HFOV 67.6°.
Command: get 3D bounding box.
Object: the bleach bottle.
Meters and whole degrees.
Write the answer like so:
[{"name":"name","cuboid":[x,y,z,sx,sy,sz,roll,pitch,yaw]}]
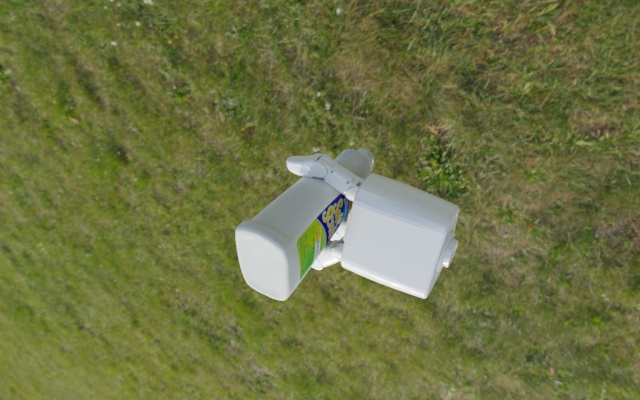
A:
[{"name":"bleach bottle","cuboid":[0.000,0.002,0.586,0.068,0.103,0.250,20,44,23]}]
